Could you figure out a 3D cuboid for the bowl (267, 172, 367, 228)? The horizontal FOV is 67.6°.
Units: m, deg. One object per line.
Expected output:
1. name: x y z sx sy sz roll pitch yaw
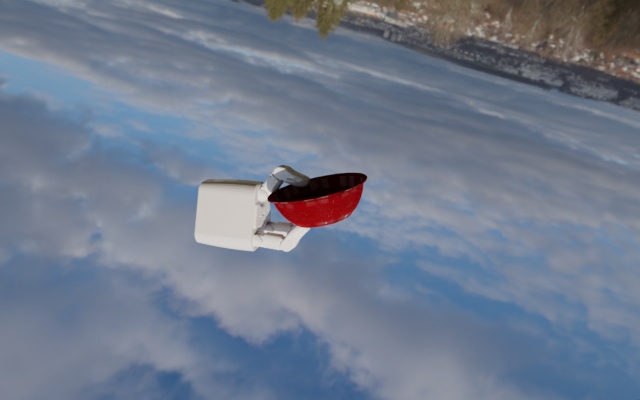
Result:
1. bowl: 0.001 0.003 0.758 0.162 0.055 0.162 -12 13 3
